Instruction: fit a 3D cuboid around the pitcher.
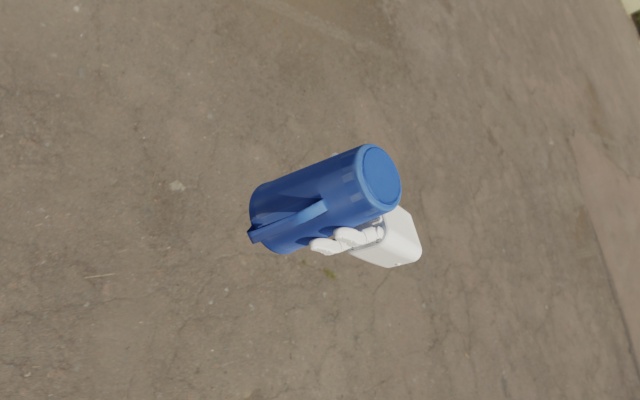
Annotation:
[{"bbox_3d":[0.000,0.003,0.771,0.243,0.149,0.145,-22,-39,40],"label":"pitcher"}]
